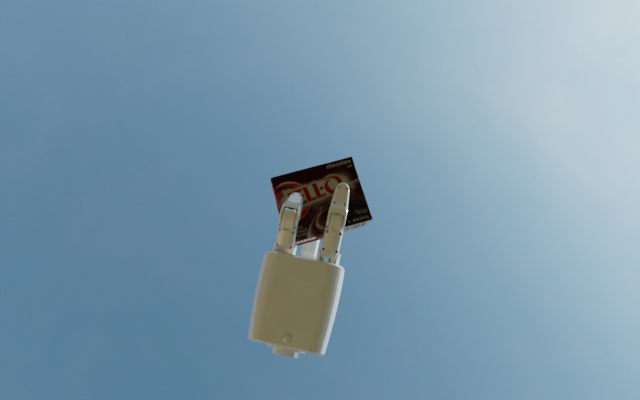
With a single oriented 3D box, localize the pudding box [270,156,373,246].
[{"bbox_3d":[0.000,0.002,0.618,0.113,0.090,0.039,-15,-16,-7],"label":"pudding box"}]
